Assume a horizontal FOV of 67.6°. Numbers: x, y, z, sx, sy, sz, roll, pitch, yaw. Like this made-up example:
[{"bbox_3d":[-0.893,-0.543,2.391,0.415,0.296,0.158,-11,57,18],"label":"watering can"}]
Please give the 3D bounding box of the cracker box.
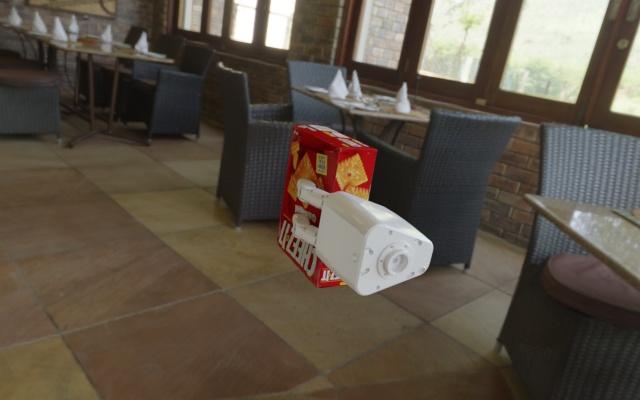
[{"bbox_3d":[0.000,0.002,0.742,0.072,0.214,0.164,0,20,-28],"label":"cracker box"}]
